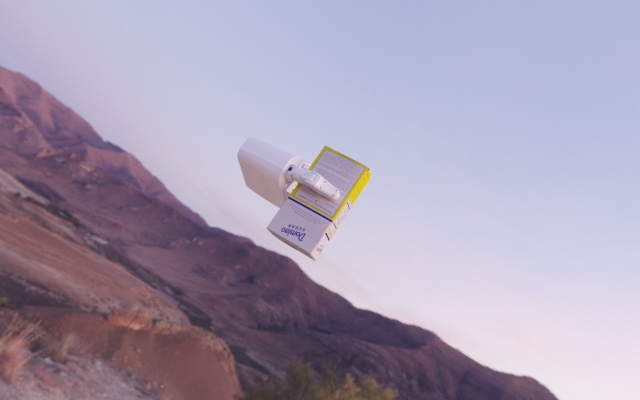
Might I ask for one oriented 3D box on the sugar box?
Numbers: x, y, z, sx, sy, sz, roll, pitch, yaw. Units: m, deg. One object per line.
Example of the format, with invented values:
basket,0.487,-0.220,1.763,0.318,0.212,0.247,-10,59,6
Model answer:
sugar box,0.000,0.003,0.792,0.093,0.176,0.048,29,-13,23
